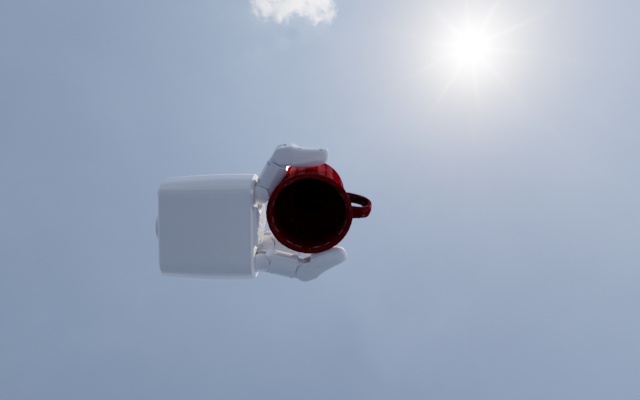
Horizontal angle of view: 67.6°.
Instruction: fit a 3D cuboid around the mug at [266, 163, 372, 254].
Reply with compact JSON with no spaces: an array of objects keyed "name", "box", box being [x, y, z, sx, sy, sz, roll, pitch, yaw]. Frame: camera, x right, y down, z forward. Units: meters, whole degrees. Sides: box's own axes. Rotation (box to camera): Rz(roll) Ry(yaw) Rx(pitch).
[{"name":"mug","box":[0.002,0.002,0.548,0.117,0.093,0.081,1,20,-1]}]
